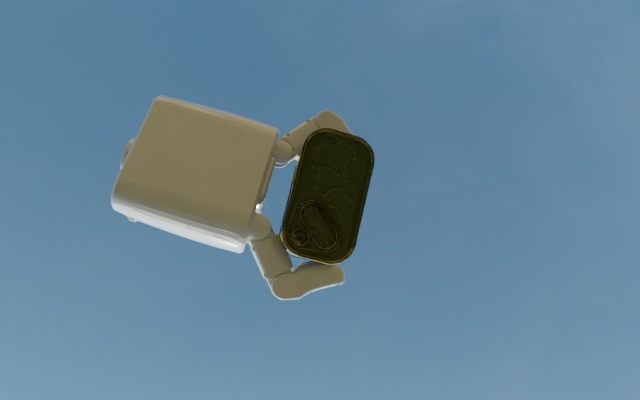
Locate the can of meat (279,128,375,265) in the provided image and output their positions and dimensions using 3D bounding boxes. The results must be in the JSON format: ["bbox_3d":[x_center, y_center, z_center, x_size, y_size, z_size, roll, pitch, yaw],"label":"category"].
[{"bbox_3d":[0.000,0.001,0.401,0.057,0.102,0.084,15,-10,-7],"label":"can of meat"}]
